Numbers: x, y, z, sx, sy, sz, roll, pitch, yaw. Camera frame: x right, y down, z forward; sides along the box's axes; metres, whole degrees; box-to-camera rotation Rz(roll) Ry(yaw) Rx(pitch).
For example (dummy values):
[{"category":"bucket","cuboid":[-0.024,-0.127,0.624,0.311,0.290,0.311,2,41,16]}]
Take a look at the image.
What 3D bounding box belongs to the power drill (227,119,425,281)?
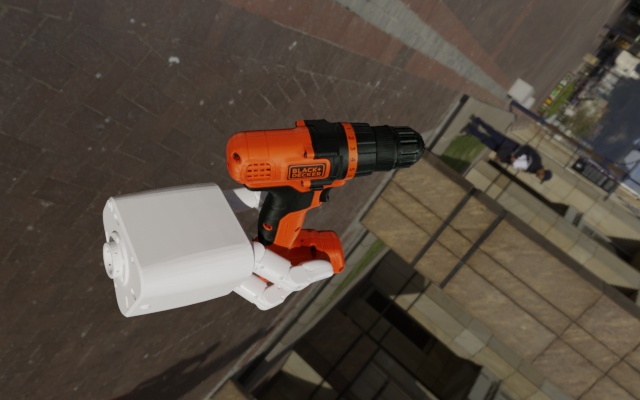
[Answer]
[{"category":"power drill","cuboid":[0.000,0.002,0.483,0.184,0.188,0.057,-3,46,-13]}]
